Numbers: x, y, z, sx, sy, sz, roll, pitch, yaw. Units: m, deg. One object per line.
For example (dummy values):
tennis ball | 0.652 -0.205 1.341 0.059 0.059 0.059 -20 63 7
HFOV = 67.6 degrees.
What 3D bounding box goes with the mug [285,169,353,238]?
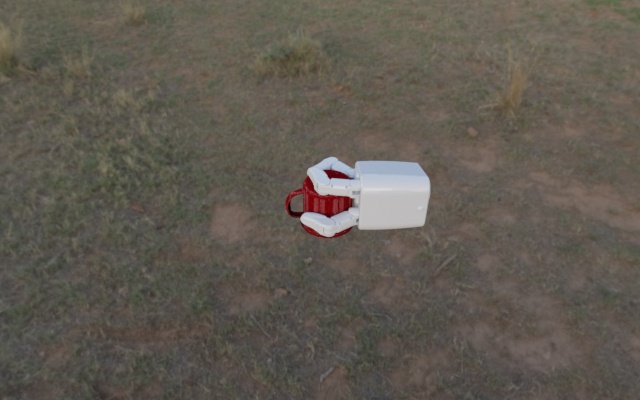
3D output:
mug | -0.001 0.002 0.792 0.117 0.082 0.093 -2 37 -2
